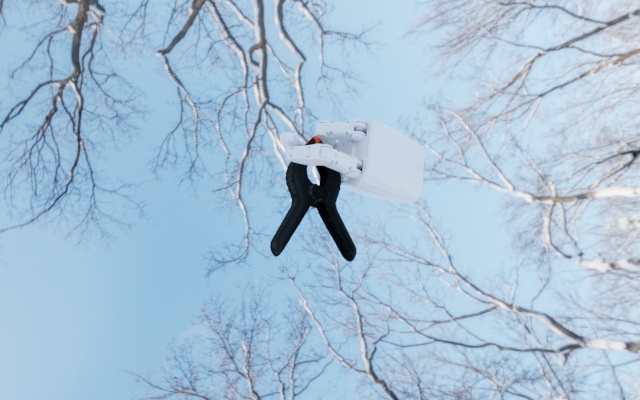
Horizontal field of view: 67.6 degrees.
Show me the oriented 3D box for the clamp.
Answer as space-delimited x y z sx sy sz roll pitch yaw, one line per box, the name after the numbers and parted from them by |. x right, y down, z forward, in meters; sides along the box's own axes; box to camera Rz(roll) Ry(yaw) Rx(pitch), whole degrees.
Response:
0.000 0.002 0.635 0.120 0.171 0.039 19 -21 -30 | clamp
